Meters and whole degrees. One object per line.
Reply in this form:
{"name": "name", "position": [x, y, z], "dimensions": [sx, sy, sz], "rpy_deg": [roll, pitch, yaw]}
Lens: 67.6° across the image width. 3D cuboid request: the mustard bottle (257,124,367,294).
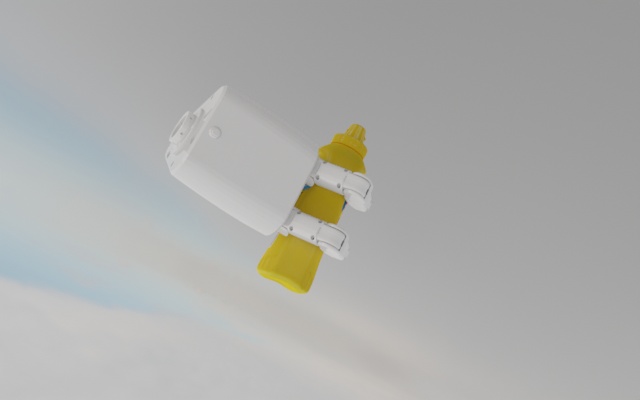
{"name": "mustard bottle", "position": [0.000, 0.002, 0.507], "dimensions": [0.058, 0.191, 0.096], "rpy_deg": [27, -14, -2]}
